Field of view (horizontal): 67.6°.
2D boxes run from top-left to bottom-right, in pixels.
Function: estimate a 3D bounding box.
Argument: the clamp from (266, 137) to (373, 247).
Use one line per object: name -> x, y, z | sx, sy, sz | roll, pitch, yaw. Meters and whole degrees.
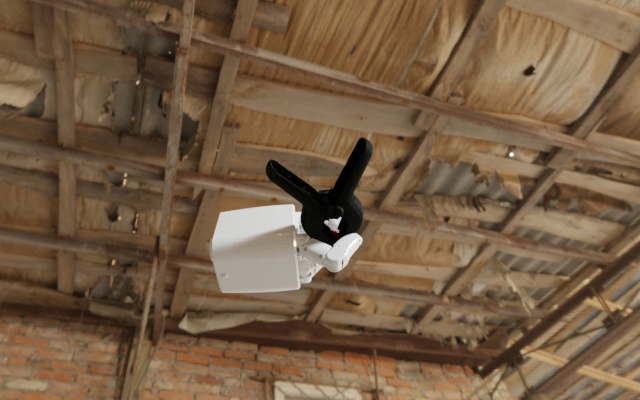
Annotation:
clamp -> 0.000, 0.002, 0.576 | 0.120, 0.172, 0.039 | -3, 42, -2
